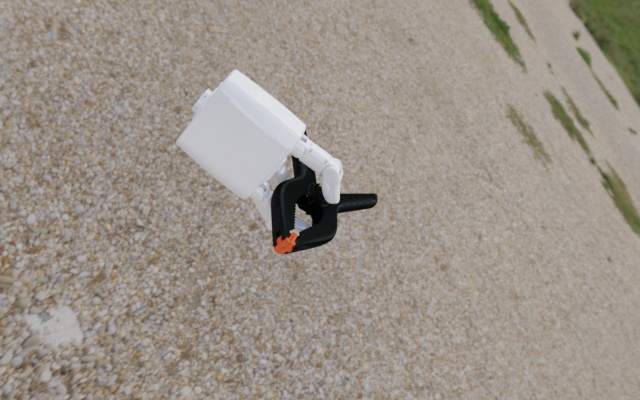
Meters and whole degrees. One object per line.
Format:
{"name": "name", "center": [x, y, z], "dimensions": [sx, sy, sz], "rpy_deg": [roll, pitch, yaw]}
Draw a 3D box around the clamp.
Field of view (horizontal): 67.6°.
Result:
{"name": "clamp", "center": [0.000, 0.002, 0.618], "dimensions": [0.164, 0.209, 0.036], "rpy_deg": [38, -51, -14]}
